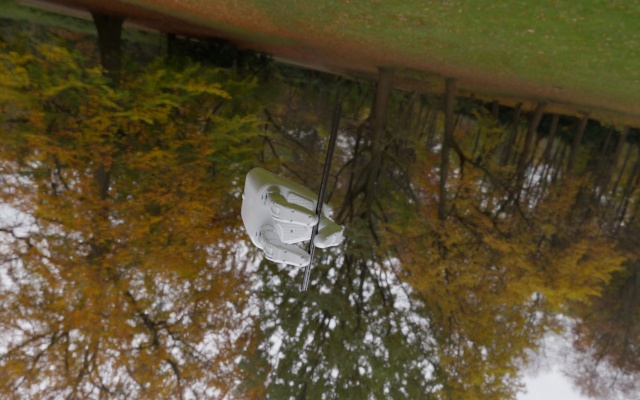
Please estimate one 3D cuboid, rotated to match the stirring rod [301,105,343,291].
[{"bbox_3d":[0.000,0.002,0.594,0.011,0.239,0.011,10,15,-3],"label":"stirring rod"}]
